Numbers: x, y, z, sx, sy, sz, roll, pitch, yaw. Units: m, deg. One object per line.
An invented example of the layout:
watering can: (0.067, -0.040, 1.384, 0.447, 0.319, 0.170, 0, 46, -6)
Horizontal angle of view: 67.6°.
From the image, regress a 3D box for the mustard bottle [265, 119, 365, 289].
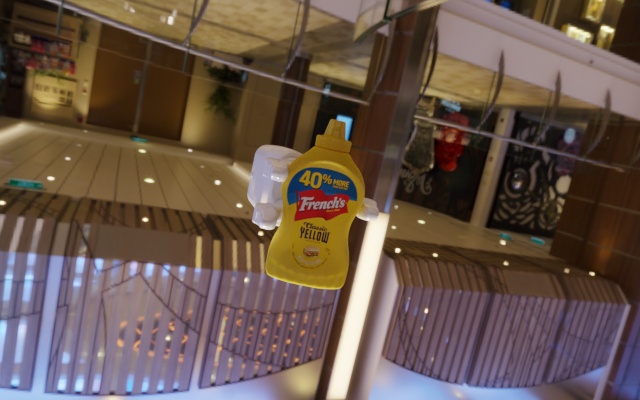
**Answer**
mustard bottle: (0.000, 0.002, 0.555, 0.096, 0.191, 0.058, 12, 8, -2)
